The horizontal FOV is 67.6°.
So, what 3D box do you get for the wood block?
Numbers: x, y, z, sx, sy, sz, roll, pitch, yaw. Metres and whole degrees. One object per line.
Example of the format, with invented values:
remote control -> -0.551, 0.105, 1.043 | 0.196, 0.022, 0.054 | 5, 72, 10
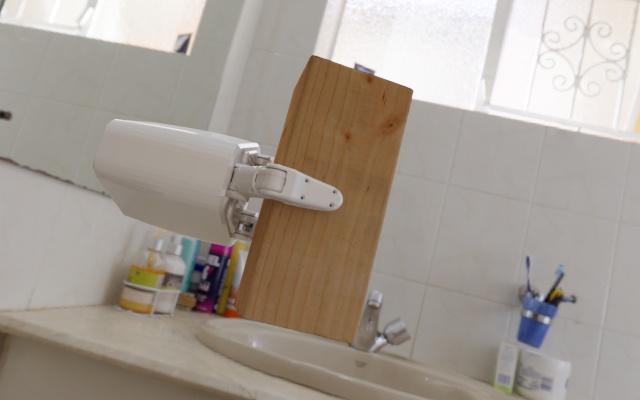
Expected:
wood block -> 0.000, 0.001, 0.402 | 0.090, 0.206, 0.091 | 16, -9, -11
